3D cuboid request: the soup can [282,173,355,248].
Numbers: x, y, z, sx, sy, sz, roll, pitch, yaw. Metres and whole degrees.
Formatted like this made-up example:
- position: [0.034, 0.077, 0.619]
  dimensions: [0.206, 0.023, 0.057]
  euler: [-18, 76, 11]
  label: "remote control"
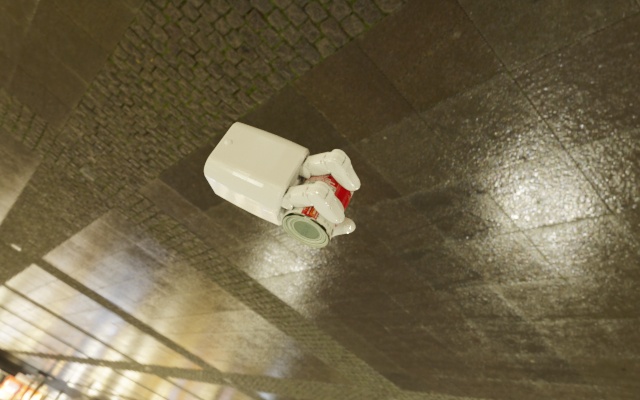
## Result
- position: [0.000, 0.003, 0.627]
  dimensions: [0.068, 0.102, 0.069]
  euler: [19, -34, 13]
  label: "soup can"
